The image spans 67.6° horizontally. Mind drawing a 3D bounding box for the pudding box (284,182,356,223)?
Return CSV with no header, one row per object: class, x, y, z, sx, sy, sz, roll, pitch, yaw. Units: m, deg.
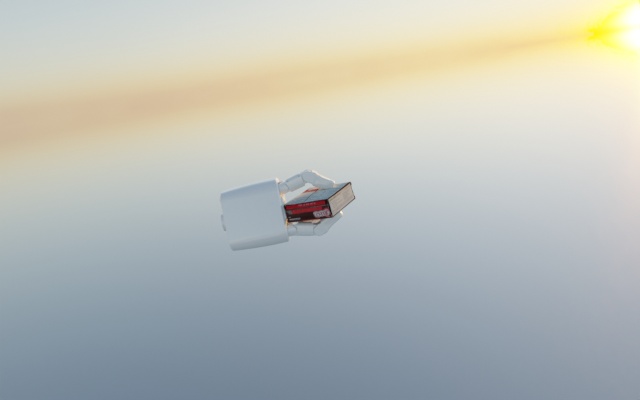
pudding box,0.000,0.003,0.854,0.090,0.039,0.113,-7,16,28
